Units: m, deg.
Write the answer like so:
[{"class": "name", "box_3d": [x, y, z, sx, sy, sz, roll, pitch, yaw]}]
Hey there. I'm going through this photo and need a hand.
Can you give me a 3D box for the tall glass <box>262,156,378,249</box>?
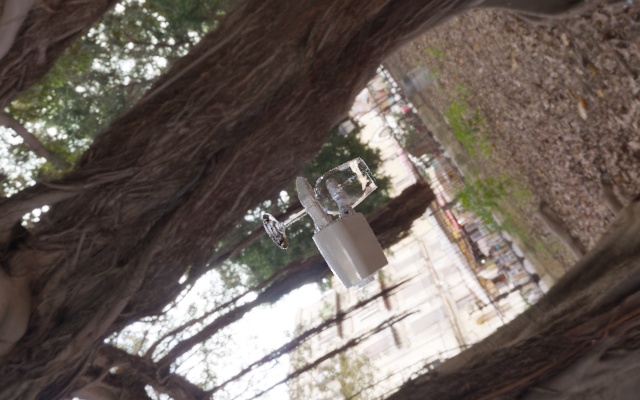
[{"class": "tall glass", "box_3d": [-0.001, 0.003, 0.835, 0.201, 0.079, 0.079, -33, -8, 13]}]
